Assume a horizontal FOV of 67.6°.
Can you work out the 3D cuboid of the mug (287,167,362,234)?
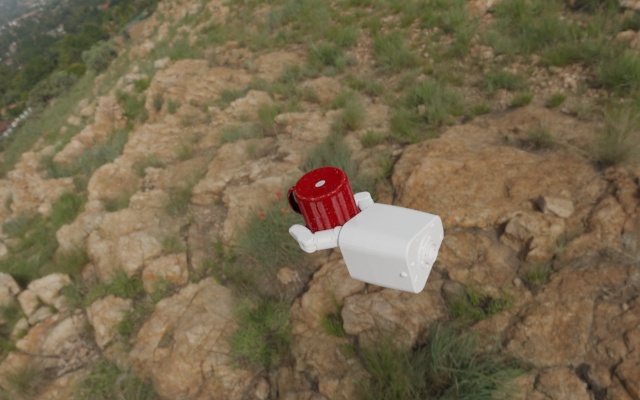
[{"bbox_3d":[-0.001,0.002,0.718,0.117,0.082,0.093,9,44,34],"label":"mug"}]
